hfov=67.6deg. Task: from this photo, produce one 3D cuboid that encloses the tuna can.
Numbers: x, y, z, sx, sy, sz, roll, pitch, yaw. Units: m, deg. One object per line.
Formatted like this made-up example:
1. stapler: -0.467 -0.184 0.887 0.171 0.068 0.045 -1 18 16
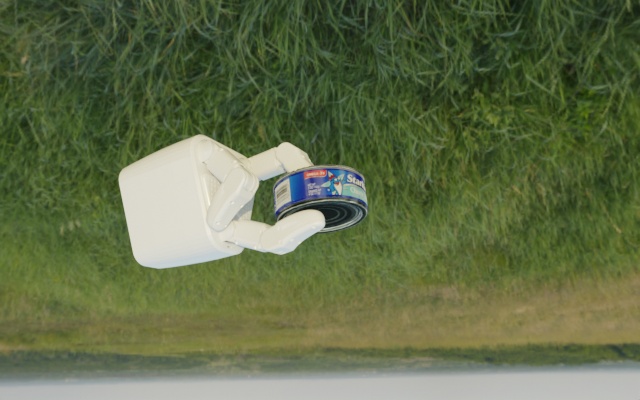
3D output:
1. tuna can: 0.000 0.002 0.437 0.086 0.033 0.086 -5 -23 -2
